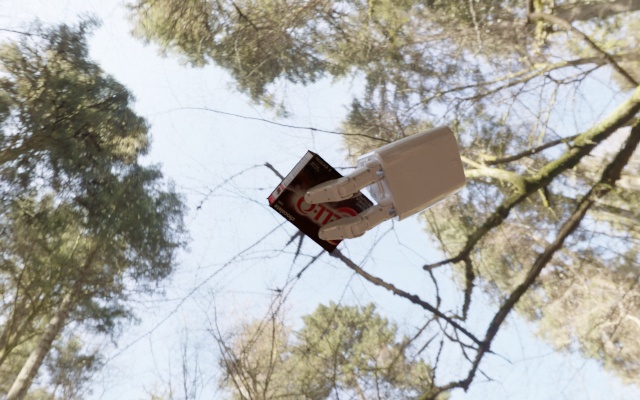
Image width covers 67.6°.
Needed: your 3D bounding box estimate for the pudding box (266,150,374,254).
[{"bbox_3d":[0.000,0.002,0.624,0.113,0.090,0.039,40,3,-22],"label":"pudding box"}]
